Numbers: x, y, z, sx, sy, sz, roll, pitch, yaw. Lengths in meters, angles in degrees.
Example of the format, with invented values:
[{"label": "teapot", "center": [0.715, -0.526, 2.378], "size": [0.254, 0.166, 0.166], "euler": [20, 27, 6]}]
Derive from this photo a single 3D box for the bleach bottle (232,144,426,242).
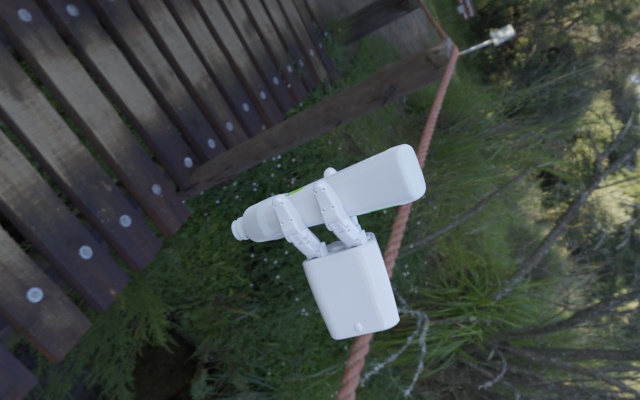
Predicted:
[{"label": "bleach bottle", "center": [0.000, 0.002, 0.609], "size": [0.251, 0.068, 0.102], "euler": [-19, 2, 23]}]
